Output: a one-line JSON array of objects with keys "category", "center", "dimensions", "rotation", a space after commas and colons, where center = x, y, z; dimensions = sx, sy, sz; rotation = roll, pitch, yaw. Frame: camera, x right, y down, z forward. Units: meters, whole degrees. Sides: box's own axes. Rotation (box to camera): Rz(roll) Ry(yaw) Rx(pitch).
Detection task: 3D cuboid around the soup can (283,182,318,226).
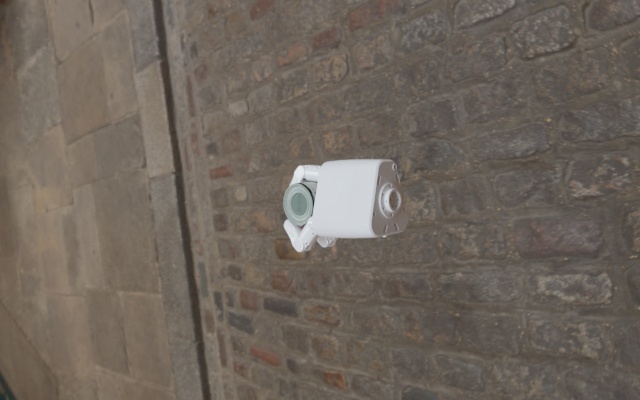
[{"category": "soup can", "center": [0.000, 0.002, 0.760], "dimensions": [0.068, 0.068, 0.102], "rotation": [0, 4, 43]}]
